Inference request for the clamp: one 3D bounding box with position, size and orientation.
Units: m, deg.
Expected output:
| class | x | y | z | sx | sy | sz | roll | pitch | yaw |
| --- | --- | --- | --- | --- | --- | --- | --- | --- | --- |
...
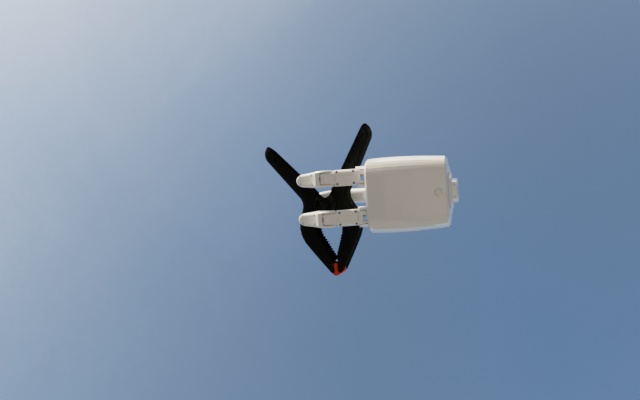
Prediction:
| class | x | y | z | sx | sy | sz | roll | pitch | yaw |
| --- | --- | --- | --- | --- | --- | --- | --- | --- | --- |
| clamp | 0.001 | 0.003 | 0.690 | 0.164 | 0.210 | 0.036 | -3 | 1 | 22 |
